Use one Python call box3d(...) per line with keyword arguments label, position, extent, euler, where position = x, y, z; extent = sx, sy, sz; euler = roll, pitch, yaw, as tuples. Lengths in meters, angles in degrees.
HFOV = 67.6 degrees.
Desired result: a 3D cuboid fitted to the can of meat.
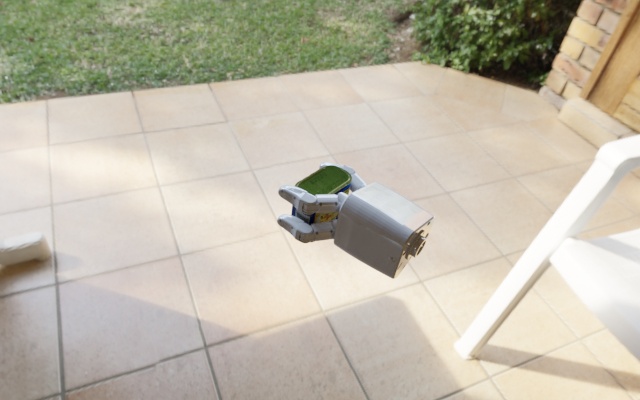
box3d(label="can of meat", position=(0.000, 0.002, 0.740), extent=(0.057, 0.084, 0.102), euler=(35, 48, 25))
